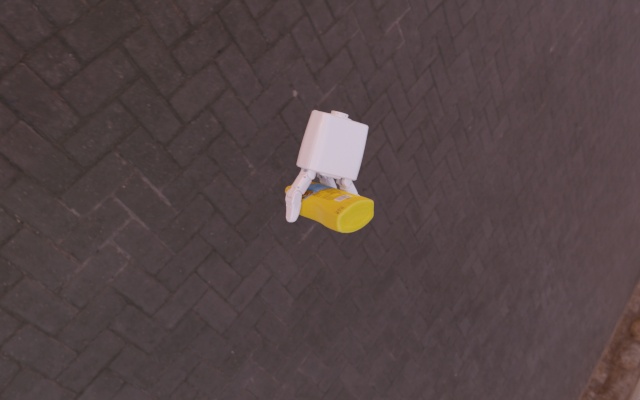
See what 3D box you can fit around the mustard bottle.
[{"bbox_3d":[0.000,0.003,0.896,0.096,0.058,0.191,-22,30,-38],"label":"mustard bottle"}]
